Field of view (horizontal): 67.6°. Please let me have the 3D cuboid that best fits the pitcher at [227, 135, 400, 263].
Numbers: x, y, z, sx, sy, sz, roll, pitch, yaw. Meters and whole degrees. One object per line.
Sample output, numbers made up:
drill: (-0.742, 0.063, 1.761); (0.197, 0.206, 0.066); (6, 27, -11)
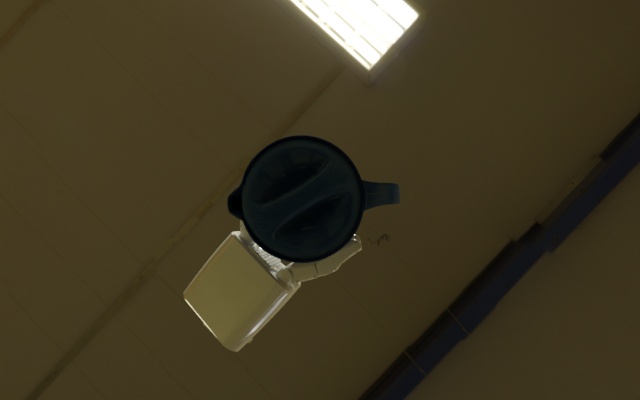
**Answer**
pitcher: (0.000, 0.002, 0.608); (0.149, 0.145, 0.243); (40, 2, 5)
